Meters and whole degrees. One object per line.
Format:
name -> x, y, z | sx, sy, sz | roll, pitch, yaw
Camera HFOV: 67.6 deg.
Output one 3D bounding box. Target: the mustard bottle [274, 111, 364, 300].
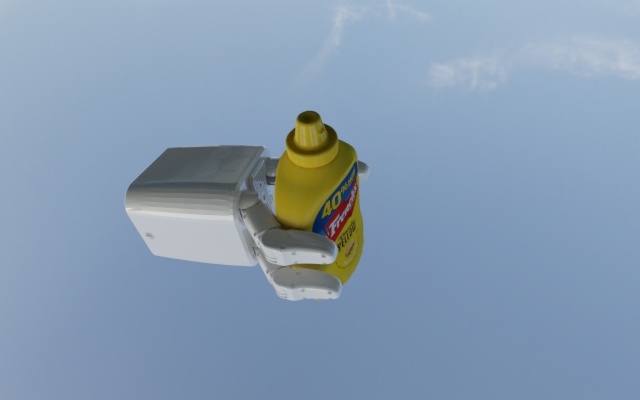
mustard bottle -> 0.000, 0.002, 0.422 | 0.058, 0.096, 0.192 | 22, -35, 25
